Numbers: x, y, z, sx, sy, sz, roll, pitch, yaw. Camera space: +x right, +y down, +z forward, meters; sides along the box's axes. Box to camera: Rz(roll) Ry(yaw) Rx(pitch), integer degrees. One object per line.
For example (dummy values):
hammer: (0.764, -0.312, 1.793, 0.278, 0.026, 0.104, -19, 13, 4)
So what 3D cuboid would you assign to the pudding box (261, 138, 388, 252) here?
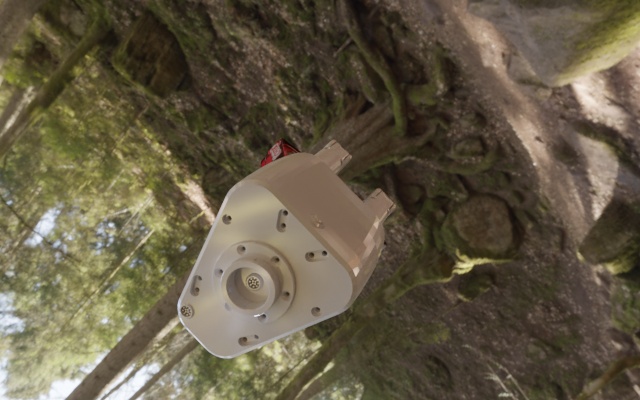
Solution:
pudding box: (0.000, 0.002, 0.433, 0.113, 0.039, 0.090, 38, 17, -26)
